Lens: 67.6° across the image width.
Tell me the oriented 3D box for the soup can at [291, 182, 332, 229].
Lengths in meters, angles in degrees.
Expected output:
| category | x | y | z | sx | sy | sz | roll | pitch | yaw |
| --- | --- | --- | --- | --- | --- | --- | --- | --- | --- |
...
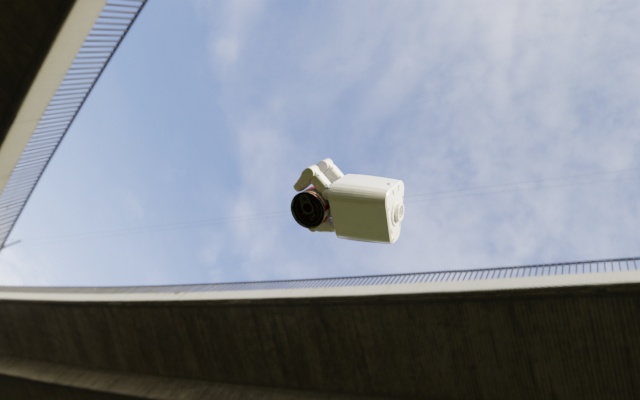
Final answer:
| category | x | y | z | sx | sy | sz | roll | pitch | yaw |
| --- | --- | --- | --- | --- | --- | --- | --- | --- | --- |
| soup can | 0.000 | 0.003 | 0.875 | 0.068 | 0.068 | 0.102 | 0 | 17 | 29 |
